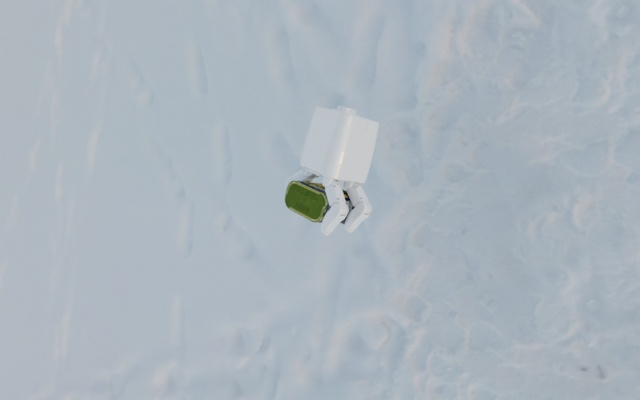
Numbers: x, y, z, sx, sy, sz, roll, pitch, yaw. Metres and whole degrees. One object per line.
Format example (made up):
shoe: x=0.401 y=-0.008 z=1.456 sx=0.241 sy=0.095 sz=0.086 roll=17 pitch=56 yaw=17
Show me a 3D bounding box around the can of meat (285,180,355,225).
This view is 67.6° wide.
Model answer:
can of meat: x=0.000 y=0.003 z=0.824 sx=0.102 sy=0.057 sz=0.084 roll=25 pitch=14 yaw=40
